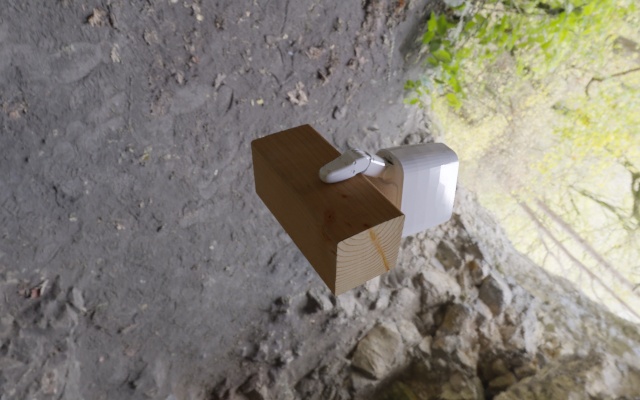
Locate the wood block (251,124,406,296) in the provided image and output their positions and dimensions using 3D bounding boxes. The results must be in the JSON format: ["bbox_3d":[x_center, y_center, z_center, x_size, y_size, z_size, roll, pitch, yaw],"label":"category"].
[{"bbox_3d":[0.001,0.002,0.586,0.090,0.091,0.206,-21,46,-24],"label":"wood block"}]
